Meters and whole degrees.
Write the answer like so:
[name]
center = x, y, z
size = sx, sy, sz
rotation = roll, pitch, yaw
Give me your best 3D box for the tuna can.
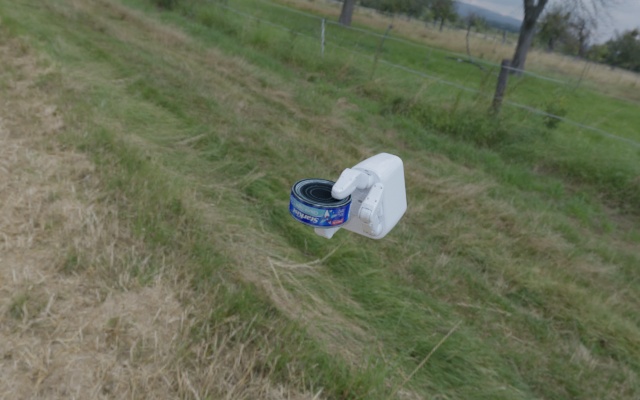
[tuna can]
center = 0.000, 0.002, 0.658
size = 0.086, 0.034, 0.086
rotation = 7, 28, -4
